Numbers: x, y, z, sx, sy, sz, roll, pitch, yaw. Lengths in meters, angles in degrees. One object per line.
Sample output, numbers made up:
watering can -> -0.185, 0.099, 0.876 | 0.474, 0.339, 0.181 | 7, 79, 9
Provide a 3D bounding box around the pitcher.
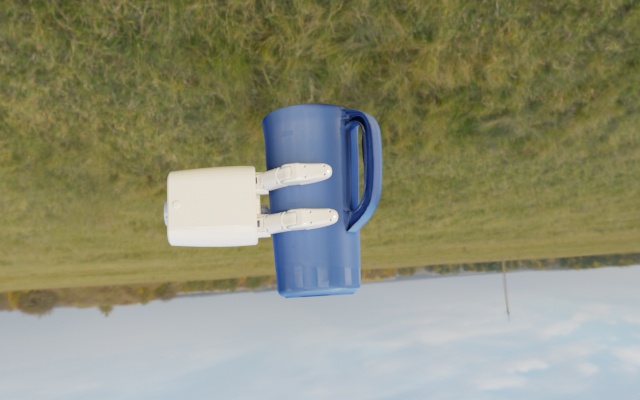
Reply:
pitcher -> 0.000, 0.002, 0.628 | 0.145, 0.242, 0.149 | -2, -11, -7
